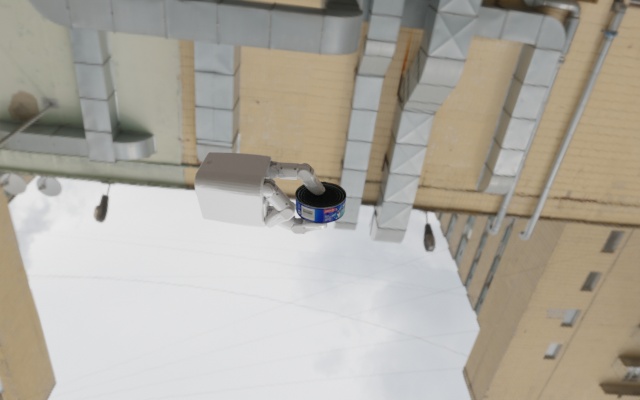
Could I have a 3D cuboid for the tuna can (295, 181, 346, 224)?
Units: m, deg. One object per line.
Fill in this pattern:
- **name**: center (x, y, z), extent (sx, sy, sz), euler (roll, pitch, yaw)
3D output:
- **tuna can**: center (0.000, 0.003, 0.804), extent (0.086, 0.034, 0.086), euler (1, 32, -1)
